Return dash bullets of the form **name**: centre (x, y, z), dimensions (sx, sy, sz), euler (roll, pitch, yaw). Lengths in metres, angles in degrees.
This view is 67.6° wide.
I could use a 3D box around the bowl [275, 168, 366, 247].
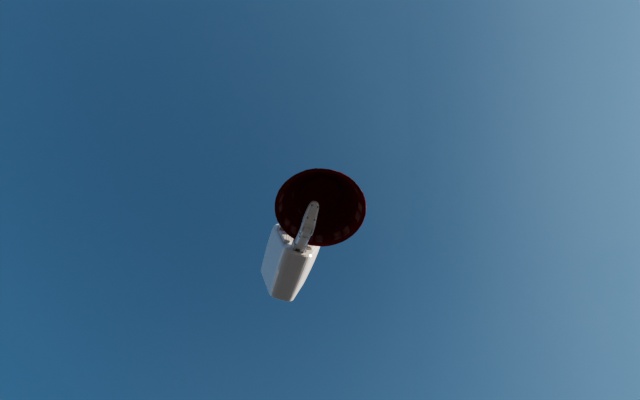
- **bowl**: centre (0.001, 0.002, 0.862), dimensions (0.162, 0.162, 0.055), euler (0, 31, 1)
